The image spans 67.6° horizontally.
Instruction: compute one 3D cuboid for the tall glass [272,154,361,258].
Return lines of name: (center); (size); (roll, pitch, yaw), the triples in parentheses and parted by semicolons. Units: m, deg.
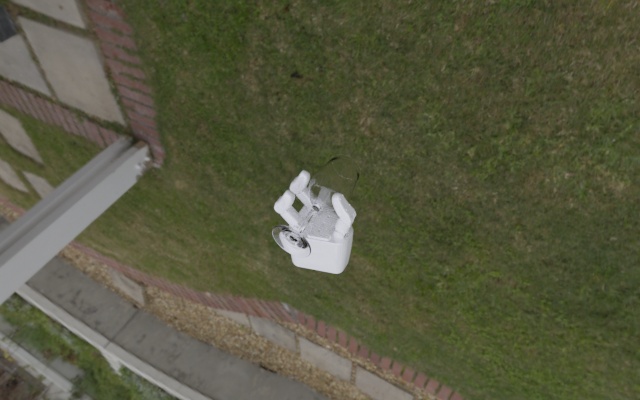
tall glass: (0.000, 0.003, 0.840); (0.079, 0.079, 0.201); (0, 41, 40)
